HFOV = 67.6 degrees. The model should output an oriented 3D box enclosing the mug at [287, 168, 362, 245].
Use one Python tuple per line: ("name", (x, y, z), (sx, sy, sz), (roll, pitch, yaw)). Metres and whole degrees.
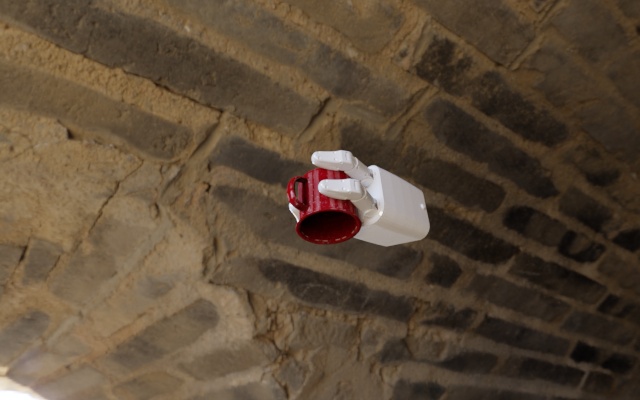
("mug", (-0.001, 0.002, 0.687), (0.117, 0.081, 0.093), (23, -43, -32))
